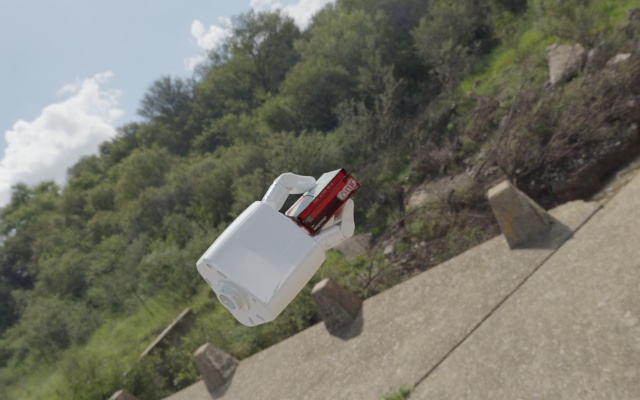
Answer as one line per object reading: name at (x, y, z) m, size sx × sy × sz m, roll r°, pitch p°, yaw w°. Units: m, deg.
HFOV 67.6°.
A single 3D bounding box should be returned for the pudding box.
pudding box at (0.000, 0.002, 0.643) m, size 0.039 × 0.090 × 0.113 m, roll 45°, pitch -9°, yaw -9°
